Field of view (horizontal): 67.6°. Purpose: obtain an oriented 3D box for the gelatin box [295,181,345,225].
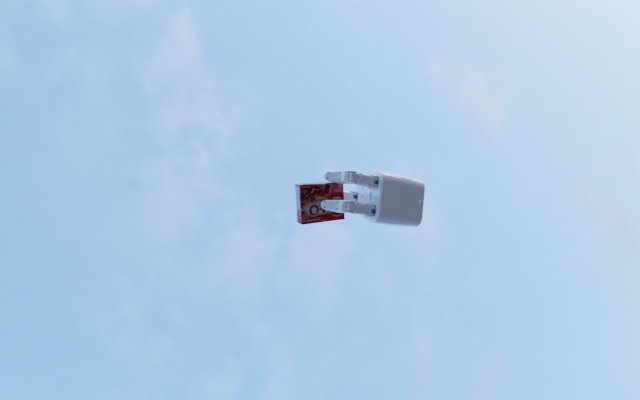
[{"bbox_3d":[0.000,0.003,0.883,0.089,0.073,0.030,-5,8,-22],"label":"gelatin box"}]
